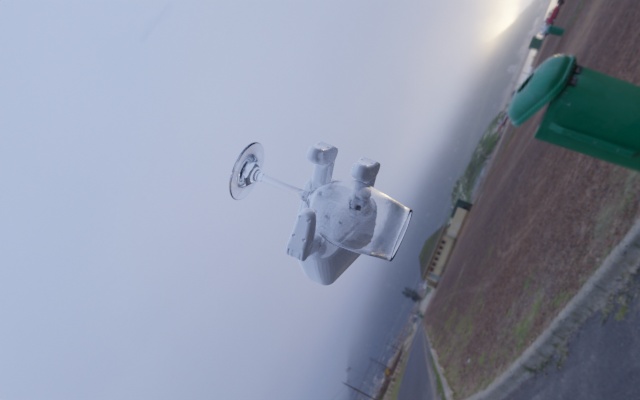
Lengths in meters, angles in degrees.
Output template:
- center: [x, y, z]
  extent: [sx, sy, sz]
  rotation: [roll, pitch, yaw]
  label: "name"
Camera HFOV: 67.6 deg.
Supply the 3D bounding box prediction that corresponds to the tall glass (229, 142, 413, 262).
- center: [-0.001, 0.002, 0.546]
  extent: [0.201, 0.079, 0.079]
  rotation: [23, 6, 16]
  label: "tall glass"
